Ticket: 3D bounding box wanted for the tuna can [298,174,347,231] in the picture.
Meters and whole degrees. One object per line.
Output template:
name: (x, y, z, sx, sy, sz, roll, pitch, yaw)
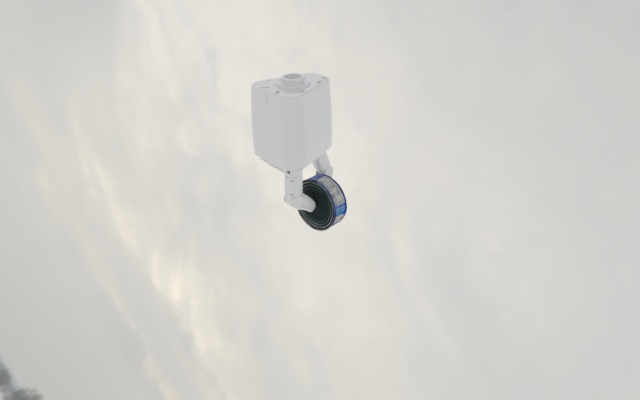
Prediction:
tuna can: (0.001, 0.002, 0.750, 0.086, 0.086, 0.033, 0, 20, 47)
